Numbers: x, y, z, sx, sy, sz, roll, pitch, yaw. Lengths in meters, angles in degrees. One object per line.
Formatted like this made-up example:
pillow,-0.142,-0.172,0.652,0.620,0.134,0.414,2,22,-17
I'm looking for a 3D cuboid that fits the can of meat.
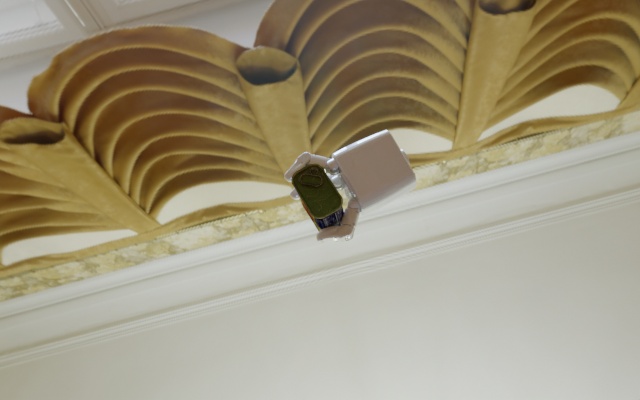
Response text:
can of meat,0.000,0.003,0.804,0.057,0.102,0.084,-29,-30,-6
